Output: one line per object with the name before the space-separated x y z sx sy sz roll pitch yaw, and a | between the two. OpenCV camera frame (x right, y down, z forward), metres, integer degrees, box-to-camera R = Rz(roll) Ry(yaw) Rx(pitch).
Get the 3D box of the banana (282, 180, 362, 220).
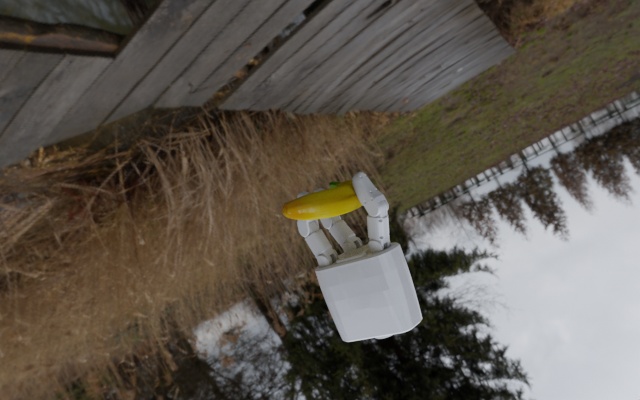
banana | 0.019 -0.001 0.619 0.069 0.037 0.198 -8 6 20
